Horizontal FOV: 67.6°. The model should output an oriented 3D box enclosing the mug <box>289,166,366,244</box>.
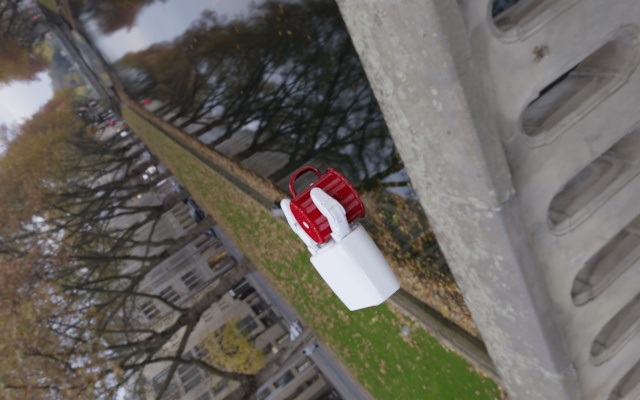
[{"bbox_3d":[-0.001,0.001,0.719,0.081,0.117,0.093,-37,-1,-14],"label":"mug"}]
